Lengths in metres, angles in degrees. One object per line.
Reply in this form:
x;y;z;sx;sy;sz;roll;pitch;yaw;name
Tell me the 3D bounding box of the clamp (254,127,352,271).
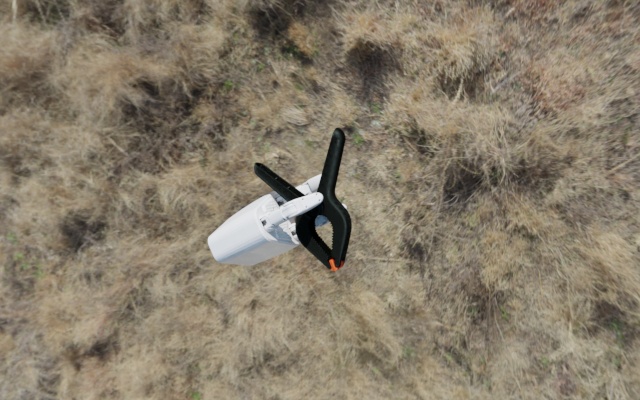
0.000;0.003;0.732;0.164;0.210;0.036;-28;-5;27;clamp
